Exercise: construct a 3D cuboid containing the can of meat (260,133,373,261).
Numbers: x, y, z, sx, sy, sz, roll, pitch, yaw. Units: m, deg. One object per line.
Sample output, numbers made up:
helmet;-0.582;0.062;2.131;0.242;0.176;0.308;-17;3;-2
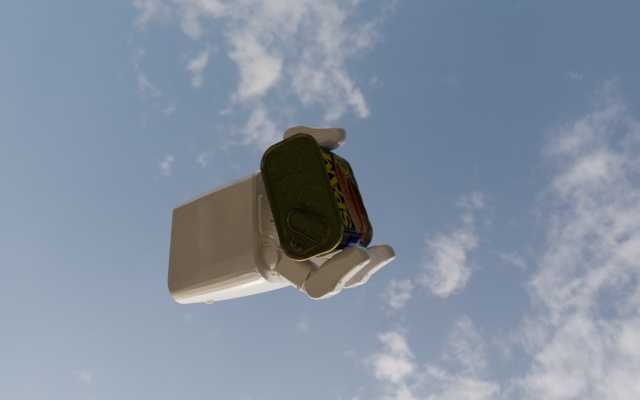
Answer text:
can of meat;0.000;0.001;0.423;0.057;0.102;0.084;-23;-16;21
